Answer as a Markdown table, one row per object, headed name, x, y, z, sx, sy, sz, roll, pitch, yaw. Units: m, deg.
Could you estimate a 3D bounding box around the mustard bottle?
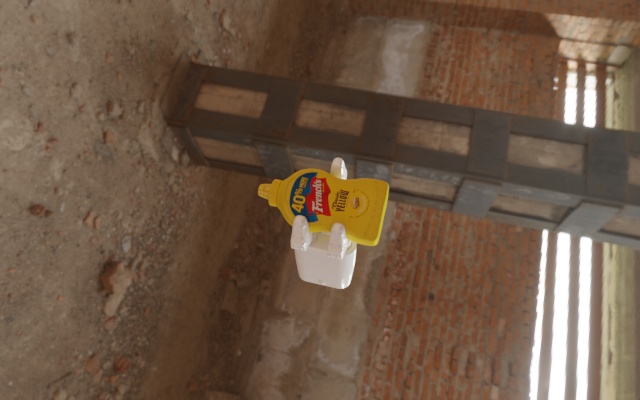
| name | x | y | z | sx | sy | sz | roll | pitch | yaw |
| --- | --- | --- | --- | --- | --- | --- | --- | --- | --- |
| mustard bottle | 0.000 | 0.002 | 0.711 | 0.191 | 0.096 | 0.058 | 11 | -18 | 10 |
